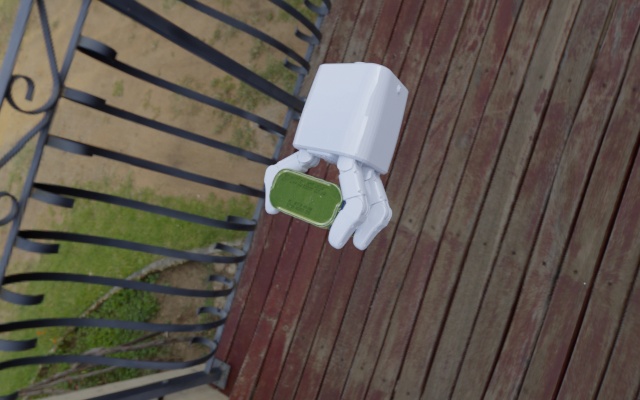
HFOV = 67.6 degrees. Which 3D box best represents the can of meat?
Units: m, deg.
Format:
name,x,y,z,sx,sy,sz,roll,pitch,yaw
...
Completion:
name,x,y,z,sx,sy,sz,roll,pitch,yaw
can of meat,0.000,0.002,0.575,0.102,0.057,0.084,20,1,30
